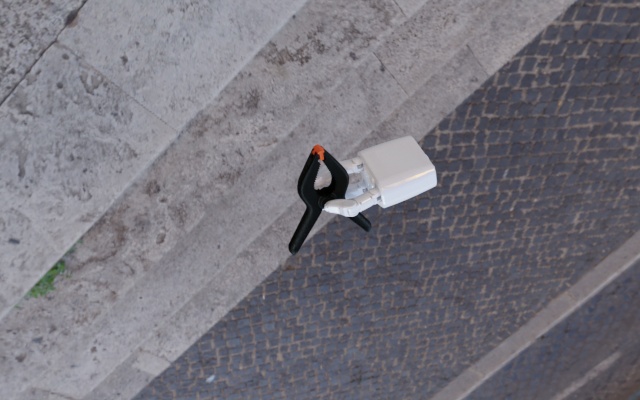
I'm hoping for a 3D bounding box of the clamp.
[{"bbox_3d":[0.000,0.003,0.853,0.164,0.210,0.036,-22,35,-9],"label":"clamp"}]
